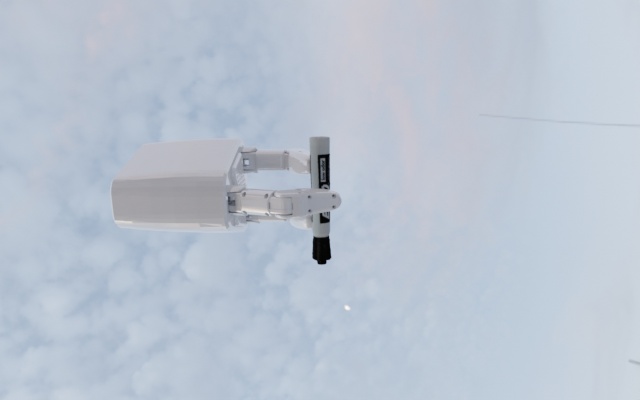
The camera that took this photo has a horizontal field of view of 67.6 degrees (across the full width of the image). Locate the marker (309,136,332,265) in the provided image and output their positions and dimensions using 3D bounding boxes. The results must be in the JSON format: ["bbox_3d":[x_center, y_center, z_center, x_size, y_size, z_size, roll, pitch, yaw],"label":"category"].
[{"bbox_3d":[0.000,0.001,0.446,0.020,0.121,0.020,-1,12,0],"label":"marker"}]
